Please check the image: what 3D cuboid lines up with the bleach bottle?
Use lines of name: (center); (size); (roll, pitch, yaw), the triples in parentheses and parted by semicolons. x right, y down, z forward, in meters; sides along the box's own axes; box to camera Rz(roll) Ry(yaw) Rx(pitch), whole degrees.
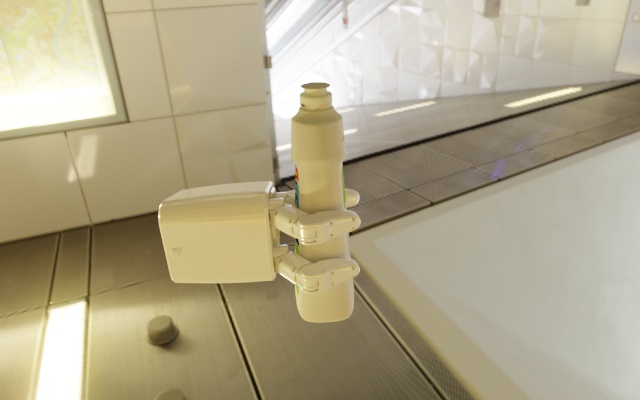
bleach bottle: (0.000, 0.002, 0.504); (0.068, 0.251, 0.102); (-3, 27, -2)
